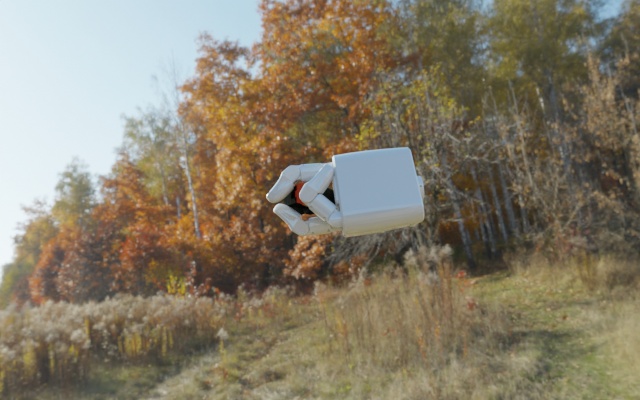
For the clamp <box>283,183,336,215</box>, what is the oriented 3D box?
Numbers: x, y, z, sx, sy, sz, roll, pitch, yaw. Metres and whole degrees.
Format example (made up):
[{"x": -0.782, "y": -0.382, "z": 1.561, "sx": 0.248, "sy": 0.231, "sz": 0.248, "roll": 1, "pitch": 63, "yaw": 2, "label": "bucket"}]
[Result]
[{"x": 0.000, "y": 0.002, "z": 0.724, "sx": 0.120, "sy": 0.039, "sz": 0.171, "roll": -8, "pitch": -7, "yaw": 1, "label": "clamp"}]
